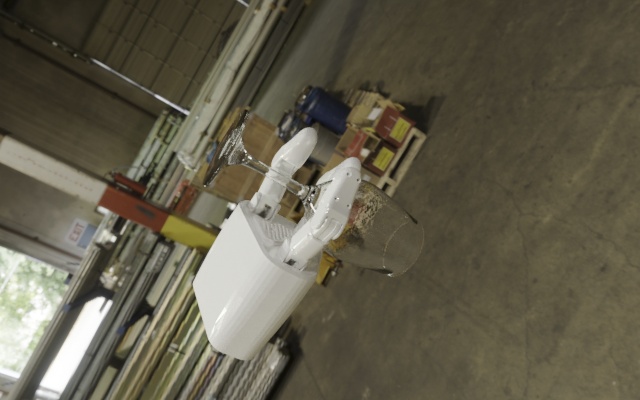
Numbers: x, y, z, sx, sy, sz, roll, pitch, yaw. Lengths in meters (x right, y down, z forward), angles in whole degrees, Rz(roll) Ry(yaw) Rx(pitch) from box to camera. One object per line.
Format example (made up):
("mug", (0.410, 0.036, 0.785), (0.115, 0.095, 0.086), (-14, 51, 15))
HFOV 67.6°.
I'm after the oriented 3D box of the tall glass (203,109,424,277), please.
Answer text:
("tall glass", (0.000, 0.001, 0.436), (0.201, 0.079, 0.079), (29, -11, -20))
